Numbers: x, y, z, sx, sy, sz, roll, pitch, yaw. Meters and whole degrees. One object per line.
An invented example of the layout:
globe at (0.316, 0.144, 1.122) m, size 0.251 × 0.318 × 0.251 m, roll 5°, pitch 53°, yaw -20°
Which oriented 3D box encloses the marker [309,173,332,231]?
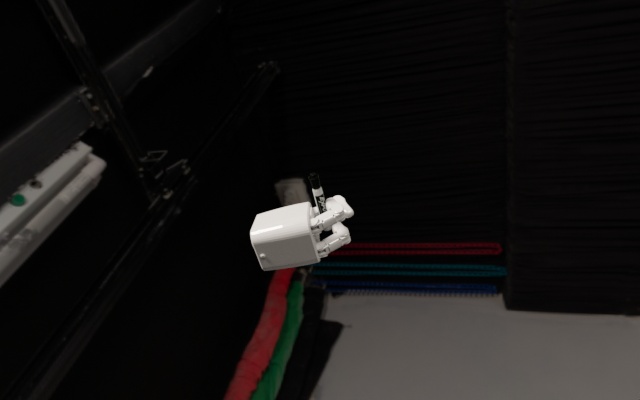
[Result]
marker at (0.000, 0.003, 0.867) m, size 0.020 × 0.121 × 0.020 m, roll -11°, pitch 33°, yaw 7°
